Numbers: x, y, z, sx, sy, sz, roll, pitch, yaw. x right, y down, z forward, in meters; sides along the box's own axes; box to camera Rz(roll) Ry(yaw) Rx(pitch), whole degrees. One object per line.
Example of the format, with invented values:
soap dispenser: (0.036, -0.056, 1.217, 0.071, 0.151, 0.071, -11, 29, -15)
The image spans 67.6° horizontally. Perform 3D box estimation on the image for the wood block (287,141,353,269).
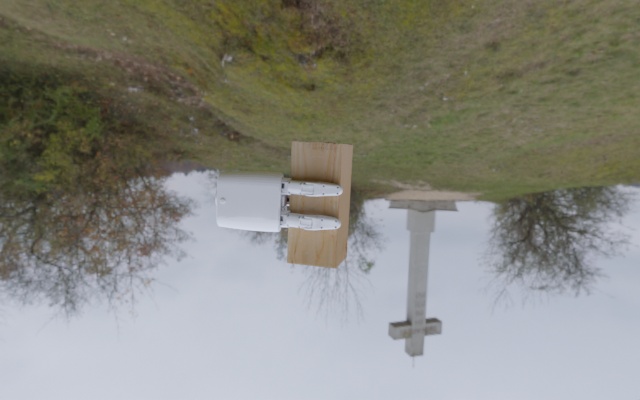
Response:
wood block: (0.000, 0.003, 0.829, 0.090, 0.206, 0.091, 5, 7, 14)
